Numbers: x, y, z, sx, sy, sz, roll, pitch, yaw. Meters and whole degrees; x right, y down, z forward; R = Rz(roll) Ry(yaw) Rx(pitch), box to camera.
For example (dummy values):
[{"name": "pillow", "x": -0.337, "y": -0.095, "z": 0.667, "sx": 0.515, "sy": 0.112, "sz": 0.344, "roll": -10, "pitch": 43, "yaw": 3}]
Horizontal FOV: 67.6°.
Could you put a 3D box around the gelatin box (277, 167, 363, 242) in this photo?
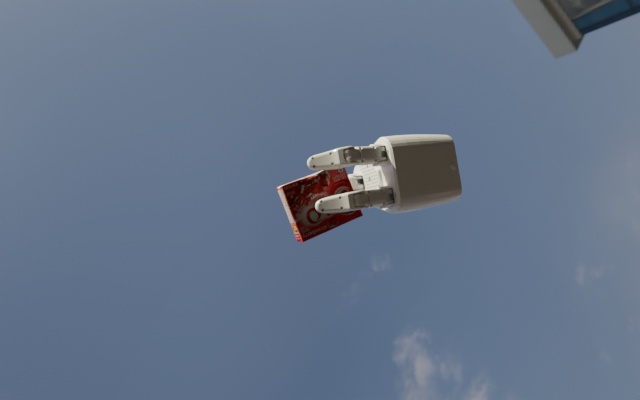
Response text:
[{"name": "gelatin box", "x": 0.000, "y": 0.002, "z": 0.597, "sx": 0.089, "sy": 0.073, "sz": 0.030, "roll": -22, "pitch": 4, "yaw": -19}]
